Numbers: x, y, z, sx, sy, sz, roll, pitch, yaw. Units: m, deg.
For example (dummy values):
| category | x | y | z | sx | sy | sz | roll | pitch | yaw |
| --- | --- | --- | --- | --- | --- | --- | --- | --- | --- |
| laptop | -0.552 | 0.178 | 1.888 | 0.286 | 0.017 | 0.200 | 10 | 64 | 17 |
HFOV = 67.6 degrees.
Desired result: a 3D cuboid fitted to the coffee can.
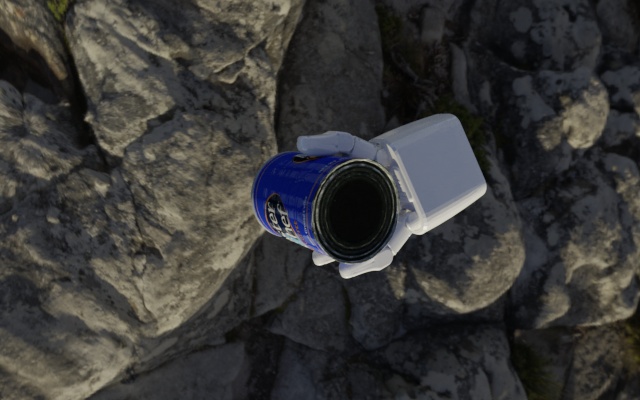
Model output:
| category | x | y | z | sx | sy | sz | roll | pitch | yaw |
| --- | --- | --- | --- | --- | --- | --- | --- | --- | --- |
| coffee can | 0.000 | 0.002 | 0.509 | 0.103 | 0.103 | 0.140 | 0 | 8 | -31 |
